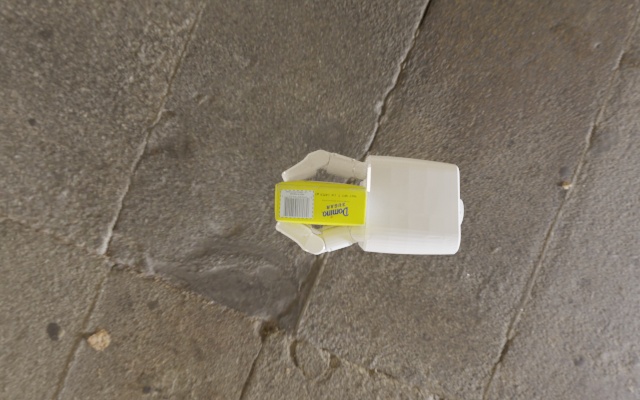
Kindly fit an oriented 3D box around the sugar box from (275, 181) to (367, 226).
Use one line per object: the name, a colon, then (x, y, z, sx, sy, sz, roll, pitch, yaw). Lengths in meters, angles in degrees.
sugar box: (0.000, 0.002, 0.563, 0.093, 0.048, 0.176, 4, -1, 0)
